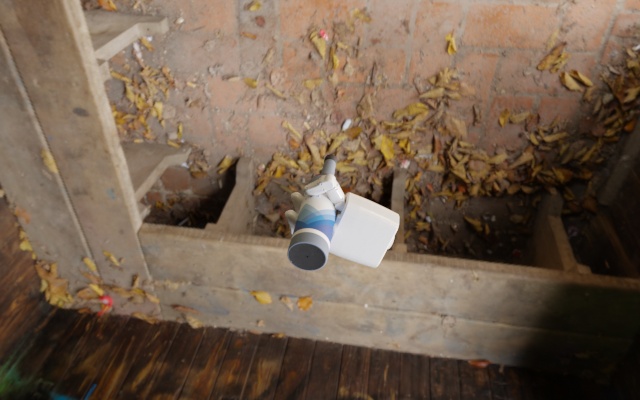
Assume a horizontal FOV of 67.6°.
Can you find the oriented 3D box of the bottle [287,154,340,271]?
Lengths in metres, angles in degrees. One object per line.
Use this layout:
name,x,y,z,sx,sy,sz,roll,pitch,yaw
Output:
bottle,0.000,0.003,0.894,0.069,0.069,0.295,0,38,11
